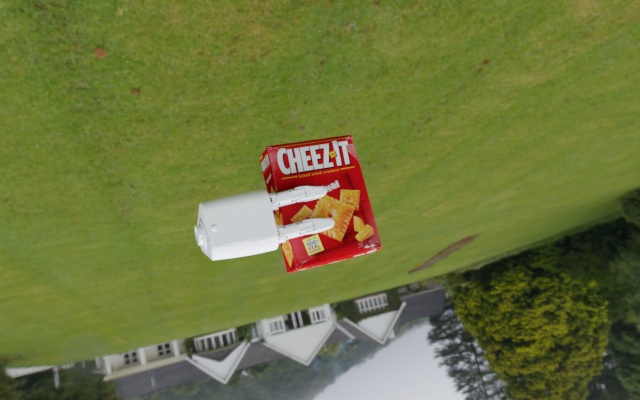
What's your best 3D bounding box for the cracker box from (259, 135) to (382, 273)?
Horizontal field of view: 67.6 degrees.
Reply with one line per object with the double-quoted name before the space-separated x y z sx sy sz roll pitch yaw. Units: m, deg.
"cracker box" 0.000 0.003 0.832 0.164 0.213 0.072 -11 -9 -22
